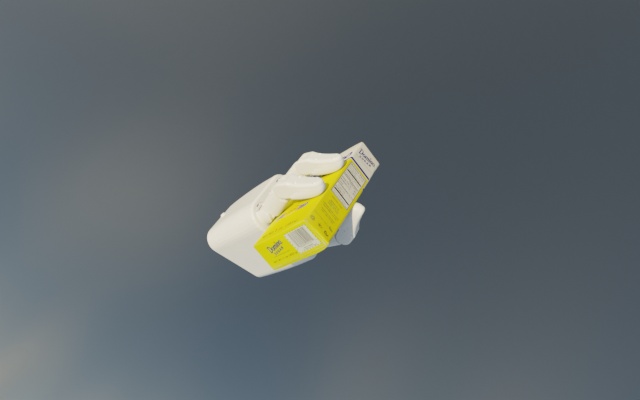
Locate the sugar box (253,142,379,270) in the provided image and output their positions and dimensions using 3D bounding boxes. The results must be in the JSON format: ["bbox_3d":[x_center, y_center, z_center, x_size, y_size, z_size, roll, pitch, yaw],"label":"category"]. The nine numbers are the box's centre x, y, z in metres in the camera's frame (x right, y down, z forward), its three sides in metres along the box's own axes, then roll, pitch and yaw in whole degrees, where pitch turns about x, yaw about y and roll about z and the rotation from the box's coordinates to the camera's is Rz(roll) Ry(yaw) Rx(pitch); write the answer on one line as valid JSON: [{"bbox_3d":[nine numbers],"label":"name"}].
[{"bbox_3d":[0.000,0.002,0.579,0.093,0.048,0.176,-27,20,39],"label":"sugar box"}]
